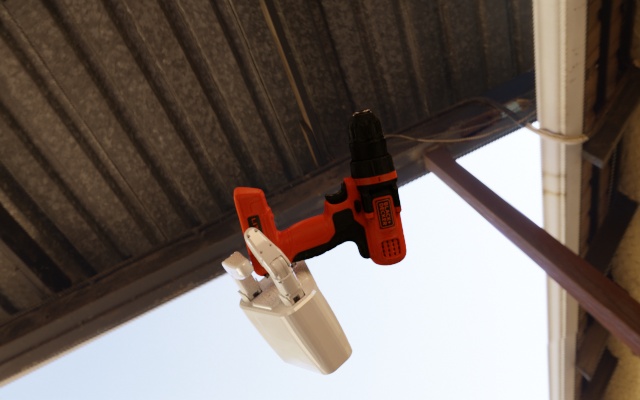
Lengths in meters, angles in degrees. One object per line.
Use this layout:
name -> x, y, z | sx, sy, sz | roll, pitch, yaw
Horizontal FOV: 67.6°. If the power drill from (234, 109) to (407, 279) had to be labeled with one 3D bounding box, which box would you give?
power drill -> 0.000, 0.002, 0.551 | 0.187, 0.184, 0.057 | -13, 7, -4
